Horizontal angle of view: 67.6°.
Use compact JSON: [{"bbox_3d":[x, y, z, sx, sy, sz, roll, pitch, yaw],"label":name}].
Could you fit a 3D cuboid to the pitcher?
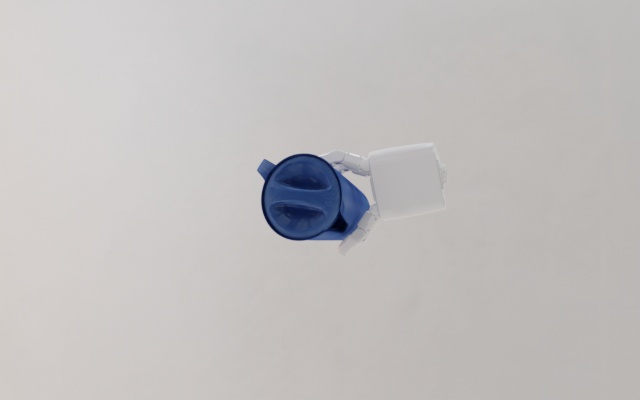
[{"bbox_3d":[0.000,0.003,0.825,0.145,0.149,0.243,-12,-11,17],"label":"pitcher"}]
